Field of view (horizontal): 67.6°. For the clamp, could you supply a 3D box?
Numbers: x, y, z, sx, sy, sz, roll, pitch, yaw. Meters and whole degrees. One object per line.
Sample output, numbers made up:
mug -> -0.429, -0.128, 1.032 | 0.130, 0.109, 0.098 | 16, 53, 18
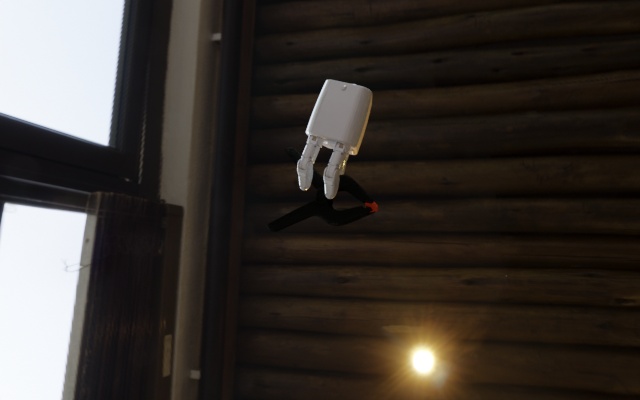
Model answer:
clamp -> 0.001, 0.003, 0.884 | 0.210, 0.164, 0.036 | 18, -2, 23
